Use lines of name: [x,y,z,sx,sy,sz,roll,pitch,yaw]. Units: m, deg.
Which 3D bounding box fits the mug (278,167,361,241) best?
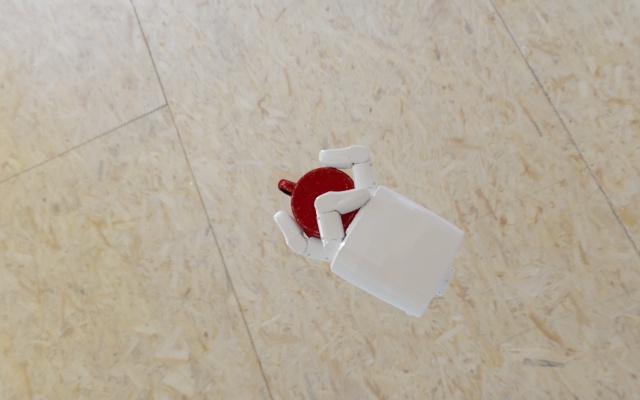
mug: [-0.001,0.001,0.587,0.117,0.093,0.081,27,-6,13]
